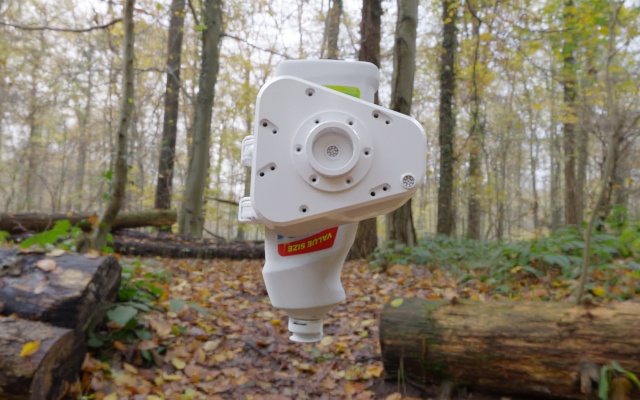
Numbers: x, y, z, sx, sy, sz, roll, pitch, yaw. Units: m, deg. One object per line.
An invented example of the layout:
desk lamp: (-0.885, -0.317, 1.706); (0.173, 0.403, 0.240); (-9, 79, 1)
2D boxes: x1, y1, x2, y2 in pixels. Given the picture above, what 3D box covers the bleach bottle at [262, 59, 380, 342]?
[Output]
bleach bottle: (0.000, 0.001, 0.444); (0.102, 0.251, 0.068); (2, -5, 1)
